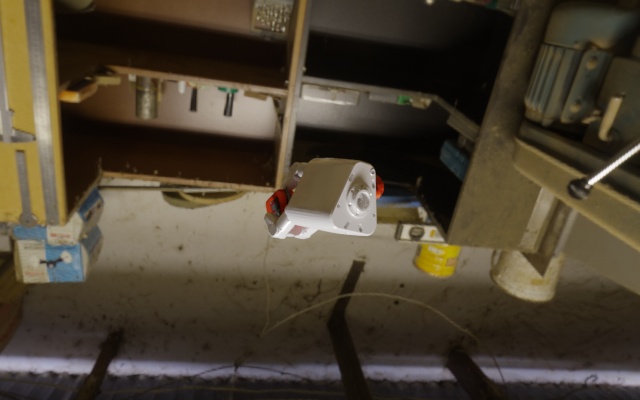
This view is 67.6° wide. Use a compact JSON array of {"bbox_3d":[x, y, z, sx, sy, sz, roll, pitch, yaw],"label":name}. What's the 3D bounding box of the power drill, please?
[{"bbox_3d":[0.000,0.003,0.864,0.187,0.057,0.184,-12,-10,-22],"label":"power drill"}]
